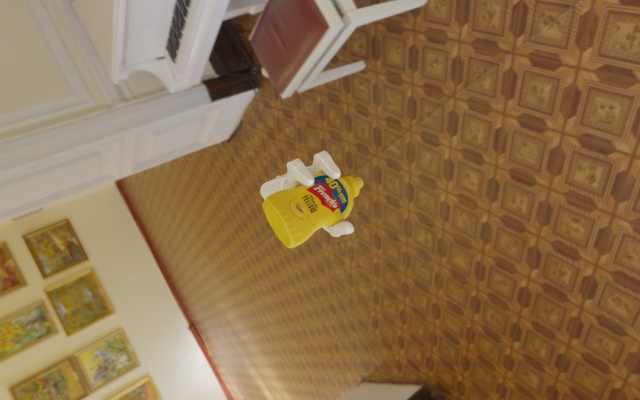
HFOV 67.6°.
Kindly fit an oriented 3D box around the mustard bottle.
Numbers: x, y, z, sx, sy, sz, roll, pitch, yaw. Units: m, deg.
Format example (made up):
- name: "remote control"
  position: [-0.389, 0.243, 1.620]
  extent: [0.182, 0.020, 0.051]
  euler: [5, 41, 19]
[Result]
- name: "mustard bottle"
  position: [0.000, 0.003, 0.848]
  extent: [0.191, 0.096, 0.058]
  euler: [-26, -14, -29]
